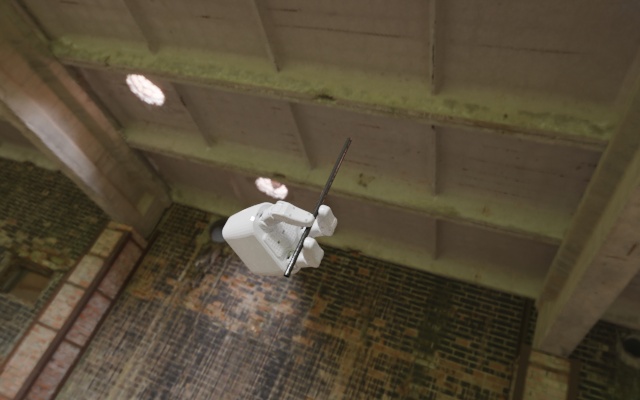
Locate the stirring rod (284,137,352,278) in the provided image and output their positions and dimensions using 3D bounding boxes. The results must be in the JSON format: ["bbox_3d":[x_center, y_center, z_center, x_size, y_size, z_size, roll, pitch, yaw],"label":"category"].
[{"bbox_3d":[0.000,0.002,0.679,0.011,0.239,0.011,19,-28,11],"label":"stirring rod"}]
